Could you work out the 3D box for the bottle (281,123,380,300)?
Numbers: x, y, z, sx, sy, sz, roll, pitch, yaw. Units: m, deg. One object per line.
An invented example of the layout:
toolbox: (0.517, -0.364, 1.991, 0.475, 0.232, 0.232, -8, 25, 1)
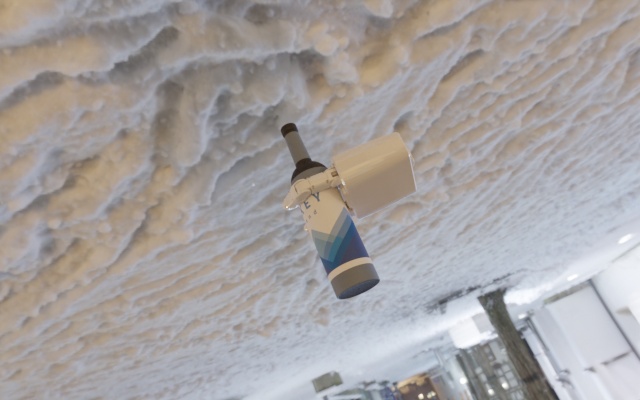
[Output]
bottle: (0.000, 0.003, 0.731, 0.069, 0.295, 0.069, -19, -25, -9)
